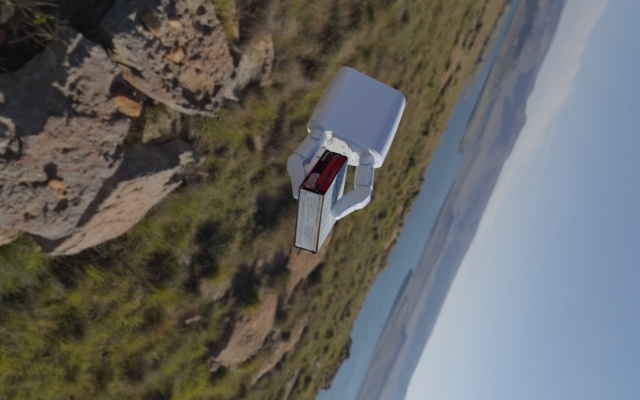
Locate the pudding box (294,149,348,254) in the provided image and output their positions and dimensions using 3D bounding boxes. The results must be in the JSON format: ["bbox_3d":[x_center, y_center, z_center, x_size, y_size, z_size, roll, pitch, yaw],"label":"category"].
[{"bbox_3d":[0.000,0.002,0.641,0.039,0.114,0.090,18,43,15],"label":"pudding box"}]
